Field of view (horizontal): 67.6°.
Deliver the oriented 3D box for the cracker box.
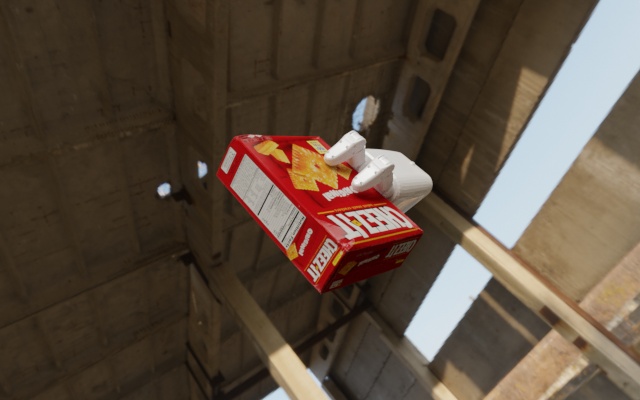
[{"bbox_3d":[0.000,0.002,0.597,0.164,0.072,0.213,-7,44,-49],"label":"cracker box"}]
